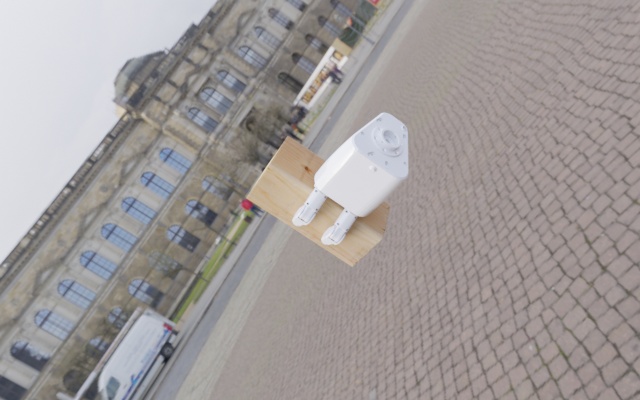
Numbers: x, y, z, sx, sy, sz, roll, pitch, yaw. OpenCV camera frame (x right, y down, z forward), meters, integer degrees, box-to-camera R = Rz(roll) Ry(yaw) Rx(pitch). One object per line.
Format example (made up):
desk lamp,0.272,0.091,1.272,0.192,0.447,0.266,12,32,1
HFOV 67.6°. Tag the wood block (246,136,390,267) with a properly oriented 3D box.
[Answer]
wood block,0.000,0.002,0.774,0.206,0.090,0.090,34,38,-8
